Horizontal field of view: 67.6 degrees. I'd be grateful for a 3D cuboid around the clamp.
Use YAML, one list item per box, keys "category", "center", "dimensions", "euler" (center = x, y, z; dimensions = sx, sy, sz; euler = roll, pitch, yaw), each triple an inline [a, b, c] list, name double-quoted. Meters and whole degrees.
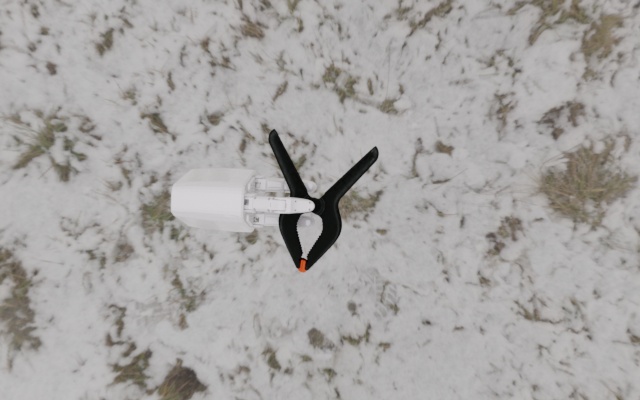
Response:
- category: "clamp"
  center: [0.000, 0.003, 0.709]
  dimensions: [0.164, 0.210, 0.036]
  euler: [3, 2, 3]
